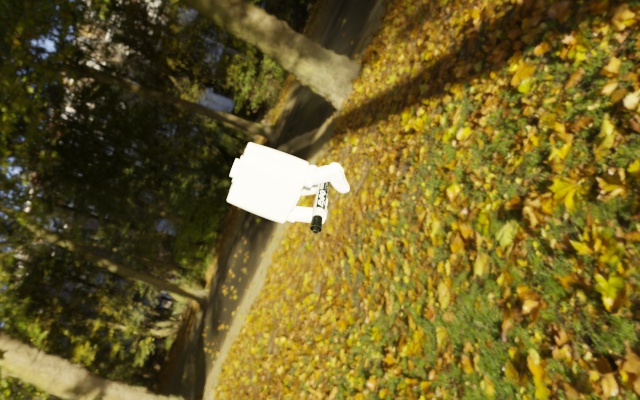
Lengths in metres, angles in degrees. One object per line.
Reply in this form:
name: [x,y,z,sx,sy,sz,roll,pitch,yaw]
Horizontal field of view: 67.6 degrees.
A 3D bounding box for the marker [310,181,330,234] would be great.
marker: [0.000,0.003,0.766,0.020,0.121,0.020,6,-40,5]
